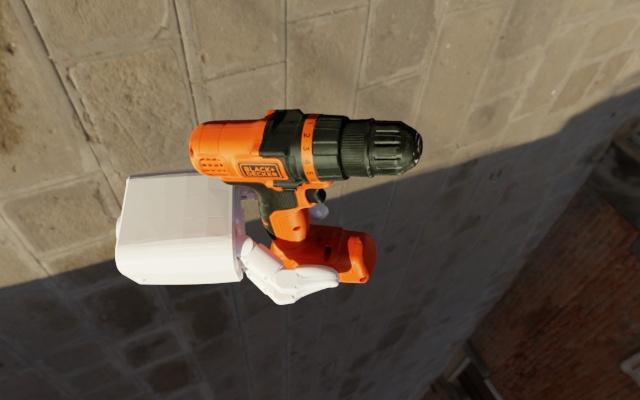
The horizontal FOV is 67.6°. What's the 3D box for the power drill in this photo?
[{"bbox_3d":[0.000,0.002,0.418,0.184,0.057,0.188,4,-39,19],"label":"power drill"}]
